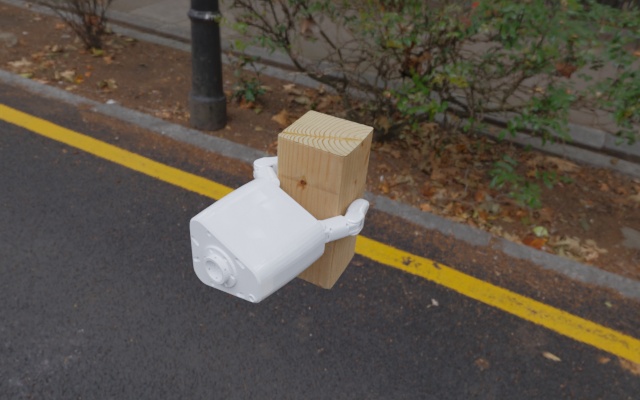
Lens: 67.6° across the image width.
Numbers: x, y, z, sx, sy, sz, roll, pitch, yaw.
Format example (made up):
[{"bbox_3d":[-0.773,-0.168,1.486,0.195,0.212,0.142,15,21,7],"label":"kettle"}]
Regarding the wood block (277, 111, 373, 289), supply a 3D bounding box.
[{"bbox_3d":[0.000,0.002,0.629,0.091,0.206,0.090,19,37,19],"label":"wood block"}]
